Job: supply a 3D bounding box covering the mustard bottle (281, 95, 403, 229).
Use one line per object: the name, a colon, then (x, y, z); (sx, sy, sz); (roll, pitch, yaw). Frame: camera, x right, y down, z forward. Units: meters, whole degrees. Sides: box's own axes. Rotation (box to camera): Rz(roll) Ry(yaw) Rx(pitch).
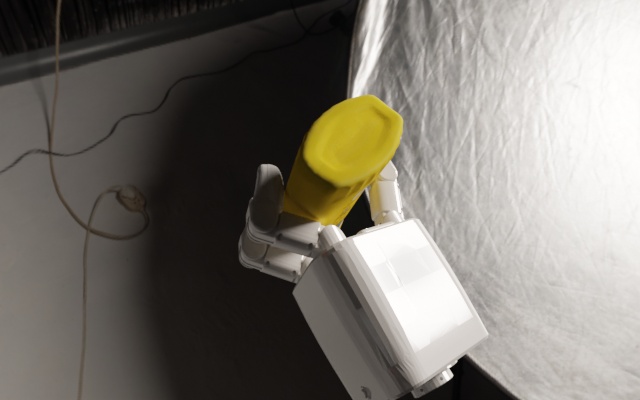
mustard bottle: (0.000, 0.001, 0.407); (0.058, 0.096, 0.192); (38, -32, 7)
